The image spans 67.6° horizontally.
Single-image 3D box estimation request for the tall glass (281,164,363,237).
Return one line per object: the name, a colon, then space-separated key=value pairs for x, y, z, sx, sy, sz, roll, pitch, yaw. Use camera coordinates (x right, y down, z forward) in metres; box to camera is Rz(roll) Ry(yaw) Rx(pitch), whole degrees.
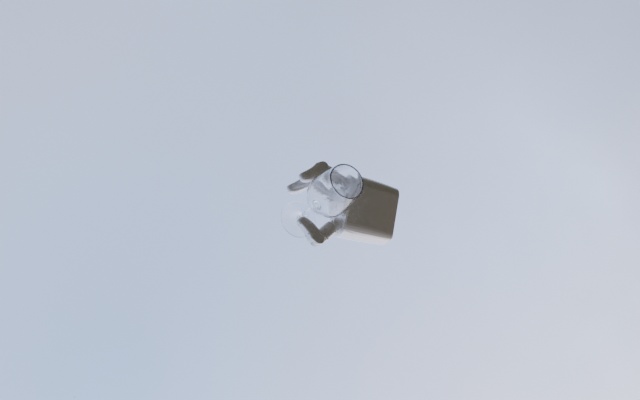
tall glass: x=0.000 y=0.003 z=0.852 sx=0.079 sy=0.079 sz=0.201 roll=0 pitch=-20 yaw=-27
